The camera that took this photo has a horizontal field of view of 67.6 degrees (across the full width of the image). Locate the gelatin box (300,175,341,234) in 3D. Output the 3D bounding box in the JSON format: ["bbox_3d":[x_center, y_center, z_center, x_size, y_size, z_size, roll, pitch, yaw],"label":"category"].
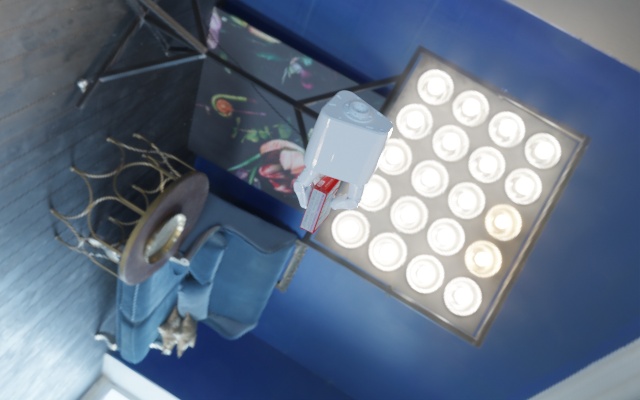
[{"bbox_3d":[0.000,0.003,0.829,0.030,0.089,0.073,25,31,11],"label":"gelatin box"}]
